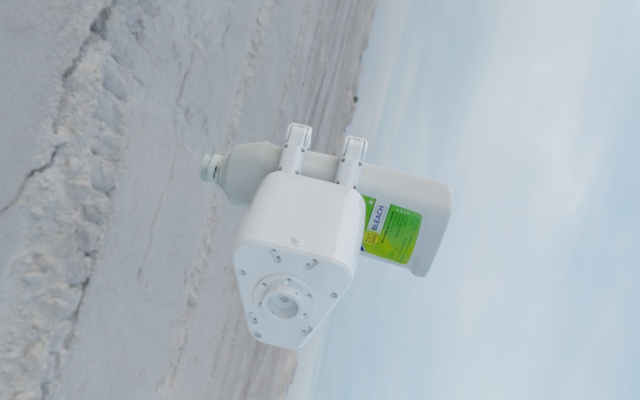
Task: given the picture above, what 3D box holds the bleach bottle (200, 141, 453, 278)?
[{"bbox_3d":[0.000,0.002,0.496,0.251,0.103,0.068,13,32,1],"label":"bleach bottle"}]
